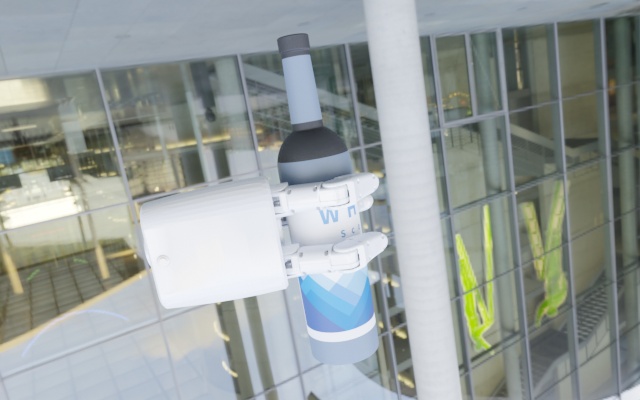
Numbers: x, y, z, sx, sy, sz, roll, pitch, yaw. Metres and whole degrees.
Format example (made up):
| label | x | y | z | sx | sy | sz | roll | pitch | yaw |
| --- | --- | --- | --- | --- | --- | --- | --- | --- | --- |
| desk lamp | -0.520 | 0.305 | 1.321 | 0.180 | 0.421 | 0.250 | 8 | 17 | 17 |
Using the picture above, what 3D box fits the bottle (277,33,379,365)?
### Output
| label | x | y | z | sx | sy | sz | roll | pitch | yaw |
| --- | --- | --- | --- | --- | --- | --- | --- | --- | --- |
| bottle | 0.000 | 0.002 | 0.439 | 0.069 | 0.296 | 0.069 | -9 | 11 | 2 |
